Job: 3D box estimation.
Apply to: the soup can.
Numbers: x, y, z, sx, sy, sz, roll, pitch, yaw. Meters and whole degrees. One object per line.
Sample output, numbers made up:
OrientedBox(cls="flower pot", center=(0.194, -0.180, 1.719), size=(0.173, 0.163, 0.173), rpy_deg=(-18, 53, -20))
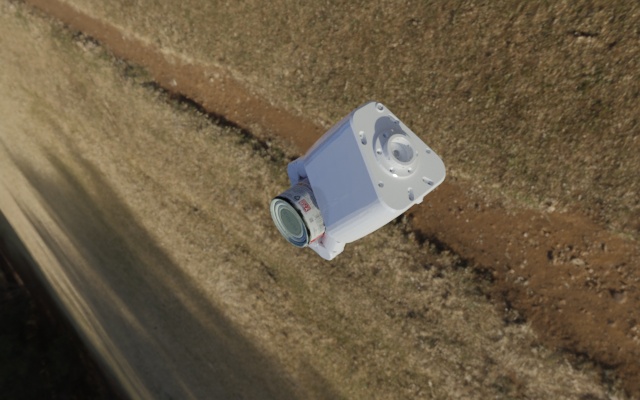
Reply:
OrientedBox(cls="soup can", center=(0.000, 0.002, 0.564), size=(0.102, 0.068, 0.068), rpy_deg=(-34, 19, -31))
